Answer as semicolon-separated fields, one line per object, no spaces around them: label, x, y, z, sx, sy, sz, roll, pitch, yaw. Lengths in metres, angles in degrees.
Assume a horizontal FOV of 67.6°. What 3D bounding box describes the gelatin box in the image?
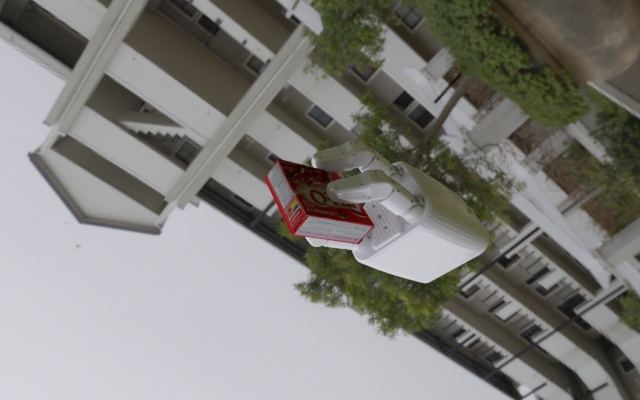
gelatin box;0.000;0.002;0.450;0.089;0.073;0.030;11;-52;-41
